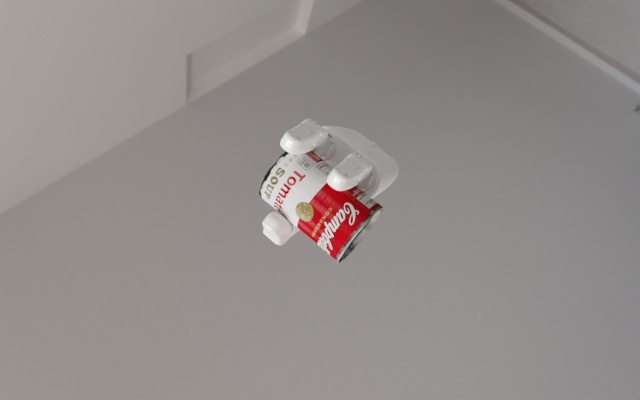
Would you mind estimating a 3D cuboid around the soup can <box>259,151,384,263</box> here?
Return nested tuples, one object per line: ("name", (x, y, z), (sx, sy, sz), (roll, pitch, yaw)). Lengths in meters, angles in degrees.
("soup can", (0.000, 0.002, 0.459), (0.102, 0.068, 0.068), (39, 9, 12))
